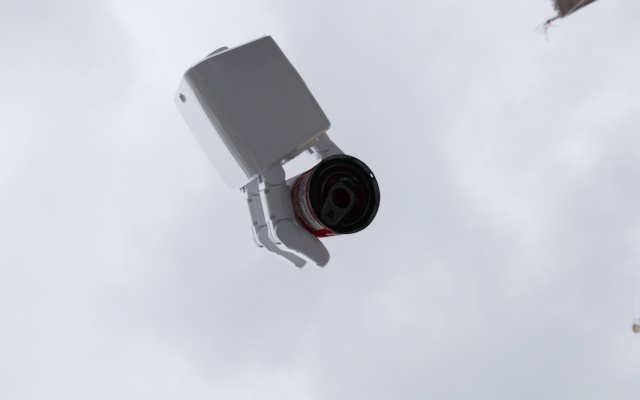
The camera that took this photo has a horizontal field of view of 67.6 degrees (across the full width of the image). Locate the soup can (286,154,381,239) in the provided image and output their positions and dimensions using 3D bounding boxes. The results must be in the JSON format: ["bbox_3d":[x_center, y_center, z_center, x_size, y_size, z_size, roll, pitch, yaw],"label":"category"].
[{"bbox_3d":[0.000,0.002,0.442,0.068,0.068,0.102,0,-8,-24],"label":"soup can"}]
